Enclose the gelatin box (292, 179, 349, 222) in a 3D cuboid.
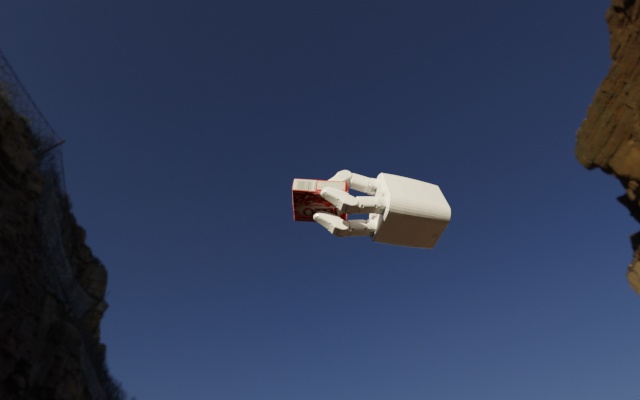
[{"bbox_3d":[0.000,0.002,0.779,0.089,0.030,0.073,4,-44,4],"label":"gelatin box"}]
